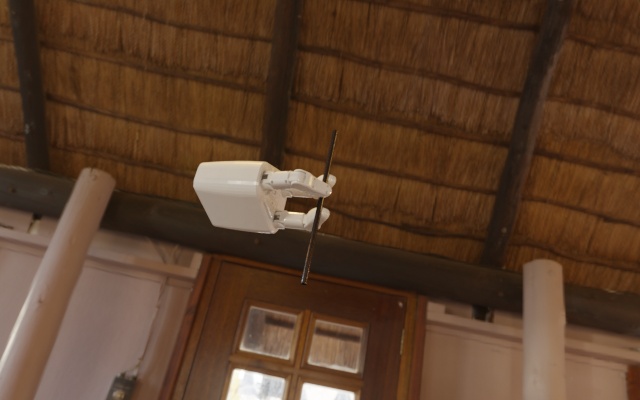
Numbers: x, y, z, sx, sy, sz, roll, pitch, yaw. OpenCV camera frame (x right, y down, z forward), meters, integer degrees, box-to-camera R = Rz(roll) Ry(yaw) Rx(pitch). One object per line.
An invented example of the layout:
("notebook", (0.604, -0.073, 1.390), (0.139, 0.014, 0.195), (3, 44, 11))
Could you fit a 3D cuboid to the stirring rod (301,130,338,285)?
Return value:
("stirring rod", (0.000, 0.002, 0.672), (0.011, 0.239, 0.011), (10, -25, 5))
